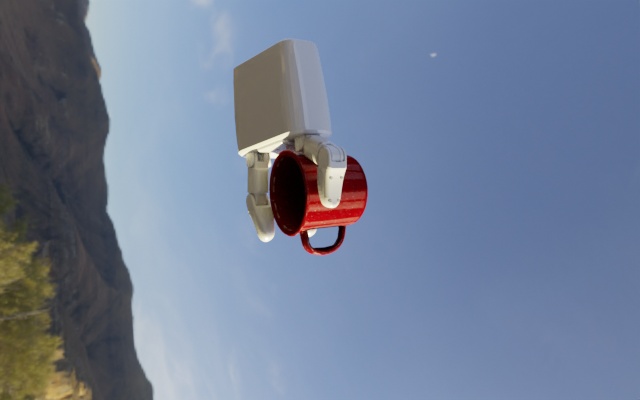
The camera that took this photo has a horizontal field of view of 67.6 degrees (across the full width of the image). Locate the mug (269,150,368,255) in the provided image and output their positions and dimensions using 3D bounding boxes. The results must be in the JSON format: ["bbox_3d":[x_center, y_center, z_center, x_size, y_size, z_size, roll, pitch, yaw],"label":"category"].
[{"bbox_3d":[0.000,0.003,0.531,0.081,0.117,0.093,-4,-7,-30],"label":"mug"}]
